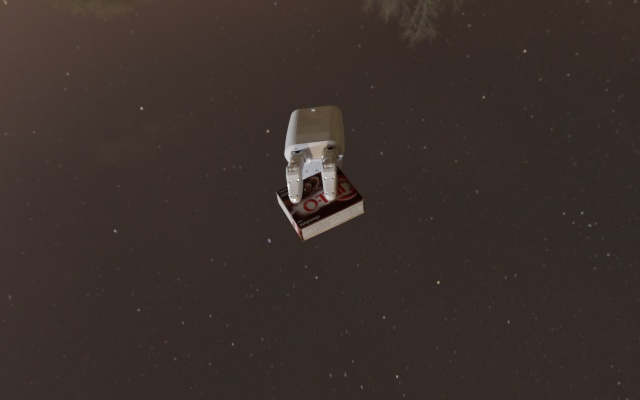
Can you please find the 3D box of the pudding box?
[{"bbox_3d":[0.000,0.003,0.749,0.113,0.039,0.090,-27,50,-11],"label":"pudding box"}]
